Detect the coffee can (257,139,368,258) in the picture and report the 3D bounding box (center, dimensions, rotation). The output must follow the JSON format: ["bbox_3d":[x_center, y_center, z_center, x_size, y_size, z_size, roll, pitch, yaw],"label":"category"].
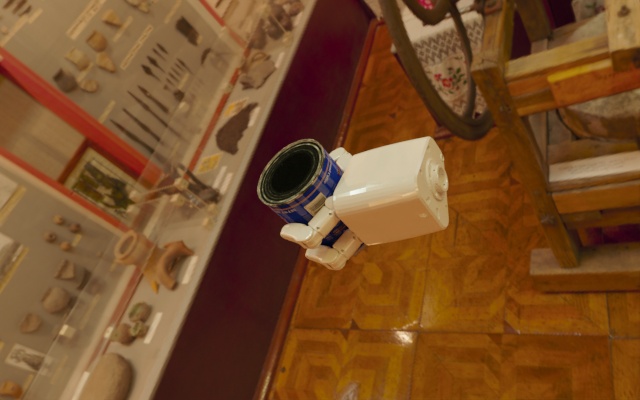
[{"bbox_3d":[0.000,0.002,0.634,0.103,0.102,0.140,0,-33,42],"label":"coffee can"}]
